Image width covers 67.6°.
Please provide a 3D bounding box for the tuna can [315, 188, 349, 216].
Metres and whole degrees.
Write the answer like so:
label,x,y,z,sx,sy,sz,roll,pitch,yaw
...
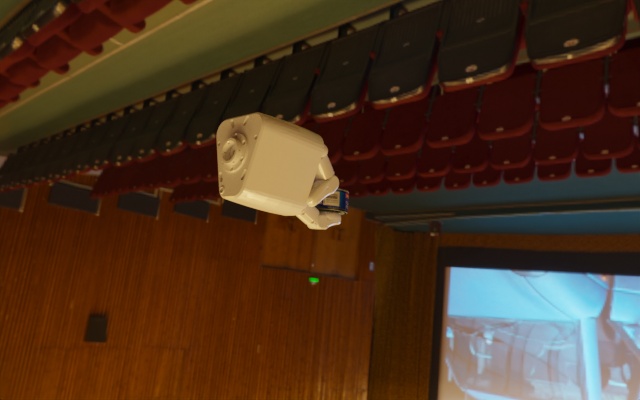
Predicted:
label,x,y,z,sx,sy,sz,roll,pitch,yaw
tuna can,0.000,0.003,0.723,0.086,0.033,0.086,2,-9,0
